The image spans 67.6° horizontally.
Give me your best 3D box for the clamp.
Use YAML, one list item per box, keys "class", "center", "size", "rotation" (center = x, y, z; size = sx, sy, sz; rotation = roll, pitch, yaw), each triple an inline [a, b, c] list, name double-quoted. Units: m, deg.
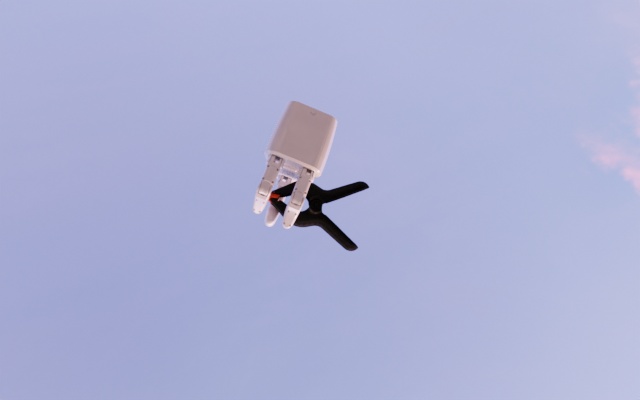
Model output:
- class: "clamp"
  center: [0.000, 0.003, 0.805]
  size: [0.171, 0.120, 0.039]
  rotation: [22, -19, -6]
